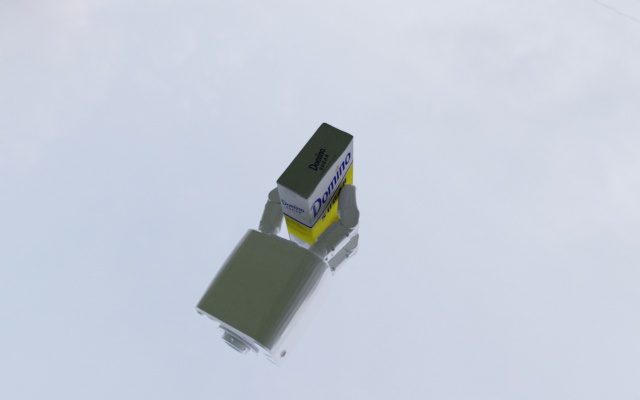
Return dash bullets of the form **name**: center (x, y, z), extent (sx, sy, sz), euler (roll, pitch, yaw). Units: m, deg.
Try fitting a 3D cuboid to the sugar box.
- **sugar box**: center (0.000, 0.002, 0.559), extent (0.048, 0.093, 0.176), euler (28, -25, 16)
